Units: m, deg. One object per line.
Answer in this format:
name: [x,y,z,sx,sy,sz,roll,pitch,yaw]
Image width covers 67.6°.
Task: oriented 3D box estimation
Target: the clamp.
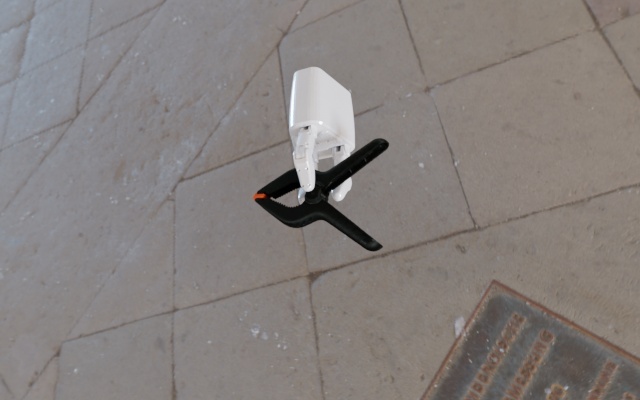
clamp: [-0.001,0.002,0.685,0.210,0.164,0.036,-9,-25,20]
